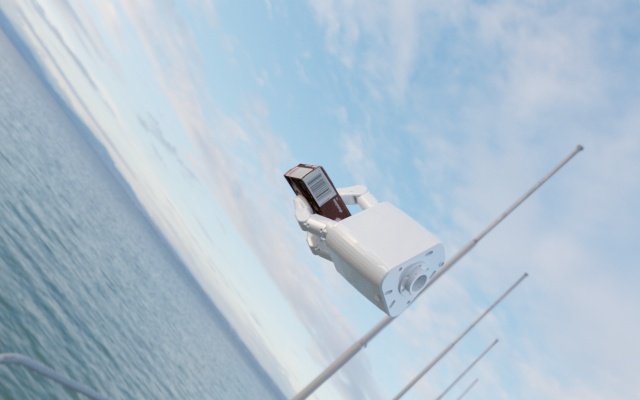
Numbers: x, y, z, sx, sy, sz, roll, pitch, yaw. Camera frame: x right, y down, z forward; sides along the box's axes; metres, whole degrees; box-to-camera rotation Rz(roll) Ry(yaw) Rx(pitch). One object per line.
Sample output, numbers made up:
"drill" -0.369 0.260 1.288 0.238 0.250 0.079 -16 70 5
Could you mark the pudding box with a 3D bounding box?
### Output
"pudding box" 0.000 0.002 0.693 0.039 0.113 0.090 -34 17 -15
